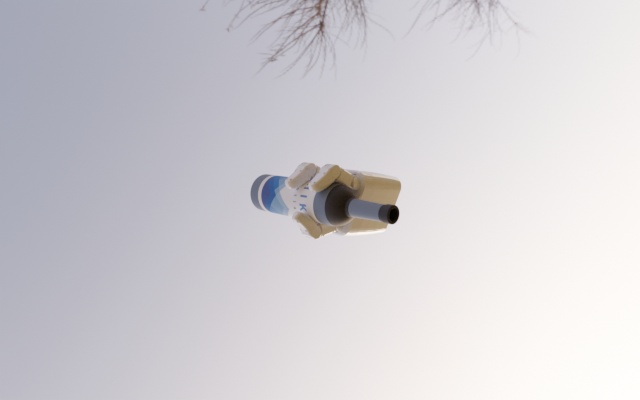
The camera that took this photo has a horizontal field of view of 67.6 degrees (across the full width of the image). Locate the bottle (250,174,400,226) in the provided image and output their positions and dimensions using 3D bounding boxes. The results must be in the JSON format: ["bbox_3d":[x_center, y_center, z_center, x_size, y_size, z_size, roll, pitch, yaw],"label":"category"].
[{"bbox_3d":[0.000,0.002,0.761,0.069,0.069,0.295,0,7,-44],"label":"bottle"}]
